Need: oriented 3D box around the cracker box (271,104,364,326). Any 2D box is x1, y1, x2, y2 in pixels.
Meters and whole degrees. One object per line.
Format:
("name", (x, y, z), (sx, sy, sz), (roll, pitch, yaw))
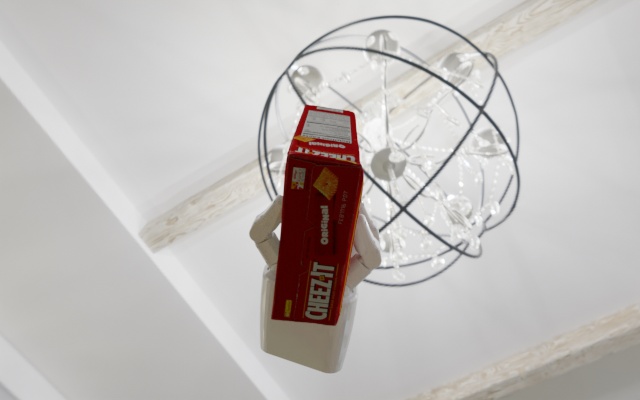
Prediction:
("cracker box", (0.000, 0.002, 0.510), (0.072, 0.164, 0.213), (7, 22, -1))
